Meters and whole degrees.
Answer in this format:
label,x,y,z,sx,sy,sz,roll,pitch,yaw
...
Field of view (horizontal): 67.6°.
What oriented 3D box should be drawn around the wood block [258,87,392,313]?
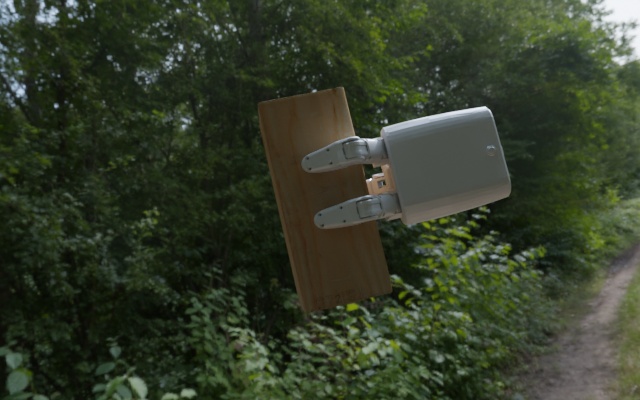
label,x,y,z,sx,sy,sz,roll,pitch,yaw
wood block,0.000,0.001,0.500,0.090,0.206,0.091,-12,-5,-6
